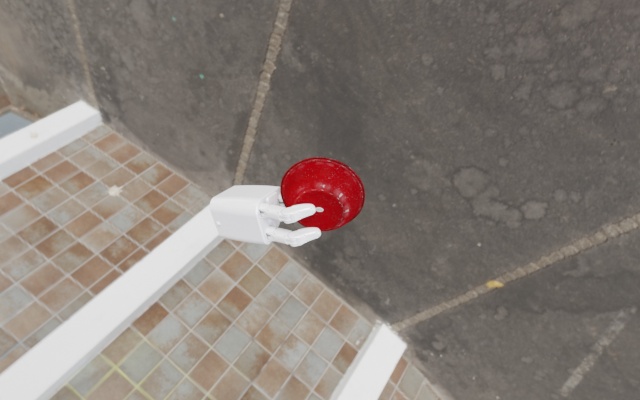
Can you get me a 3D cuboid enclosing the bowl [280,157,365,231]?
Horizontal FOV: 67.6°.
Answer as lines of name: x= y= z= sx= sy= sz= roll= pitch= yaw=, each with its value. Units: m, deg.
bowl: x=0.001 y=0.003 z=0.876 sx=0.162 sy=0.162 sz=0.055 roll=0 pitch=36 yaw=9
